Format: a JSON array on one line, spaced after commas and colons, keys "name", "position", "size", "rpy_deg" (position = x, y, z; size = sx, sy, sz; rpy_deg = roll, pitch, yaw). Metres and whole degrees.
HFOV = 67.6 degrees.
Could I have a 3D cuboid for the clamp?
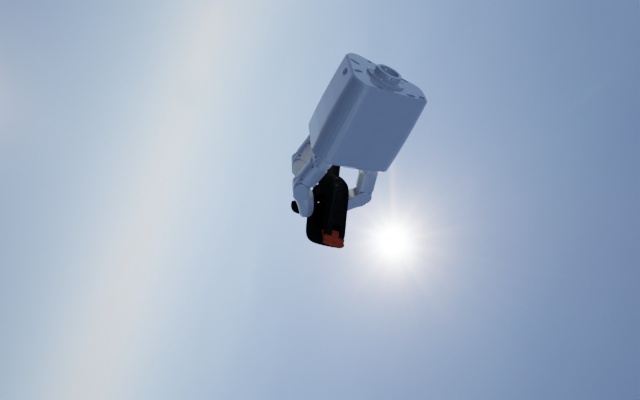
[{"name": "clamp", "position": [0.001, 0.003, 0.659], "size": [0.036, 0.165, 0.209], "rpy_deg": [17, 35, -17]}]
